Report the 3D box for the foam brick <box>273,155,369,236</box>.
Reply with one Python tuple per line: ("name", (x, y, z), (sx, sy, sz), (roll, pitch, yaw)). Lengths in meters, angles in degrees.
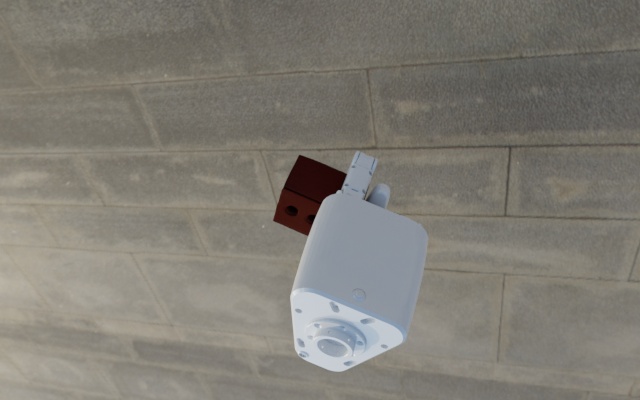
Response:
("foam brick", (0.000, 0.001, 0.468), (0.078, 0.051, 0.053), (23, -41, 0))
